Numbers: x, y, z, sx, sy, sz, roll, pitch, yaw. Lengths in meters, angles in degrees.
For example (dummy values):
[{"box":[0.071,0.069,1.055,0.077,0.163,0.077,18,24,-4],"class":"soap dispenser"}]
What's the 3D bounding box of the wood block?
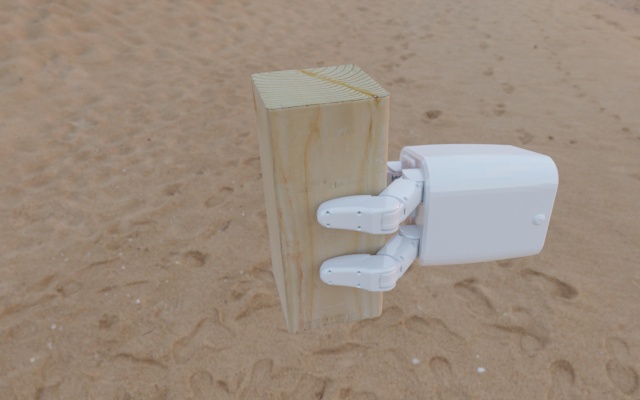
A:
[{"box":[0.000,0.001,0.409,0.090,0.206,0.090,-9,31,-10],"class":"wood block"}]
